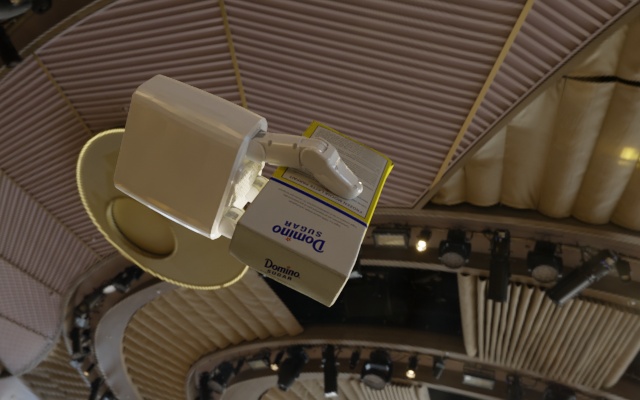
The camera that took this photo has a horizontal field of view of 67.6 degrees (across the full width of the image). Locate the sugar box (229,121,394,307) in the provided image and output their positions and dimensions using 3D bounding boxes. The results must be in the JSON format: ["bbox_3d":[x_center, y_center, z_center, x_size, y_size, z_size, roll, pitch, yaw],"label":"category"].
[{"bbox_3d":[0.000,0.002,0.421,0.093,0.048,0.176,27,41,3],"label":"sugar box"}]
